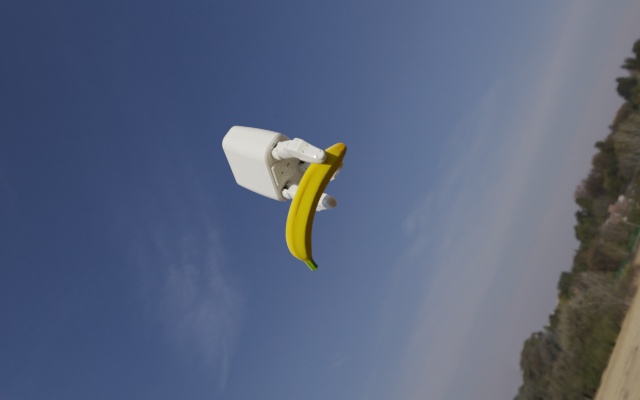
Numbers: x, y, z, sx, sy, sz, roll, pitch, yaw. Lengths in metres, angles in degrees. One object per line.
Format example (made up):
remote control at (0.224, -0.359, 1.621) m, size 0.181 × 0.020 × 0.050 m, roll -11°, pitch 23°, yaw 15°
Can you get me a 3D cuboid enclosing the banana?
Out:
banana at (-0.012, 0.002, 0.705) m, size 0.037 × 0.198 × 0.069 m, roll 15°, pitch -1°, yaw 37°
